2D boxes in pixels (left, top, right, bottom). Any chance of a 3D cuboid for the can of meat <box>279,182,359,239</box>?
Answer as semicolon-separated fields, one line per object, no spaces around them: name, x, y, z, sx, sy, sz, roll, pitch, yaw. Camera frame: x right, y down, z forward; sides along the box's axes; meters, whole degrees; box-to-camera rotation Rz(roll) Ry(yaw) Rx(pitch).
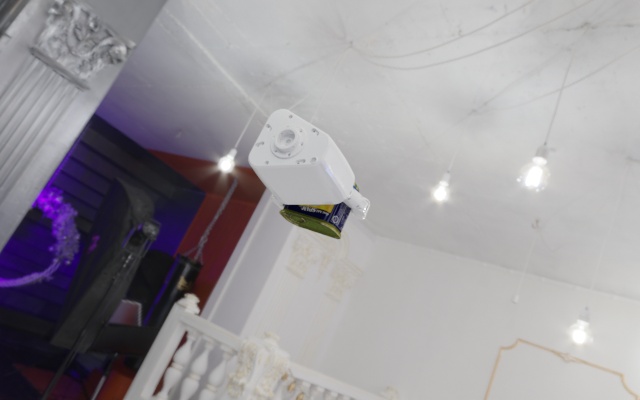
can of meat;0.000;0.002;0.740;0.102;0.084;0.057;16;-18;30
